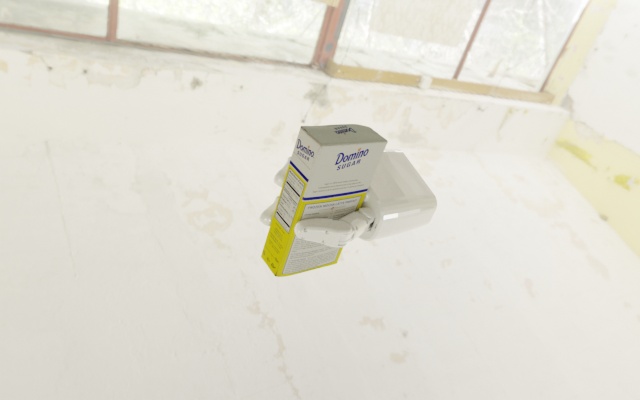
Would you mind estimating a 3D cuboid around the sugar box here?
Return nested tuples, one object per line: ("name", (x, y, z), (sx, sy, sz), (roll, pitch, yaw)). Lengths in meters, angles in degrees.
("sugar box", (0.000, 0.001, 0.528), (0.093, 0.176, 0.048), (-8, 39, -38))
